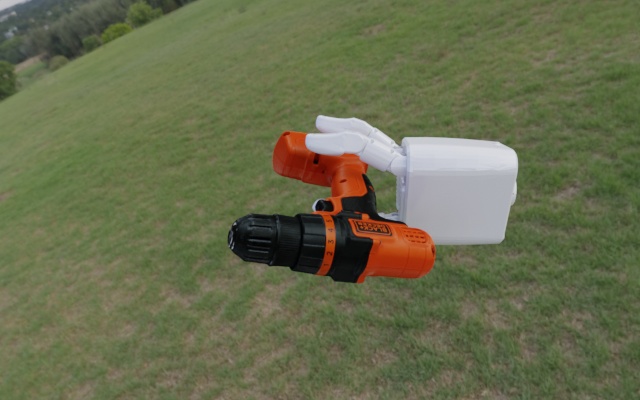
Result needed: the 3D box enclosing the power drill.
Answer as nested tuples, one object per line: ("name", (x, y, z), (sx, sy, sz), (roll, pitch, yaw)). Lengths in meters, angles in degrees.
("power drill", (0.000, 0.001, 0.466), (0.184, 0.057, 0.187), (9, 34, -19))
